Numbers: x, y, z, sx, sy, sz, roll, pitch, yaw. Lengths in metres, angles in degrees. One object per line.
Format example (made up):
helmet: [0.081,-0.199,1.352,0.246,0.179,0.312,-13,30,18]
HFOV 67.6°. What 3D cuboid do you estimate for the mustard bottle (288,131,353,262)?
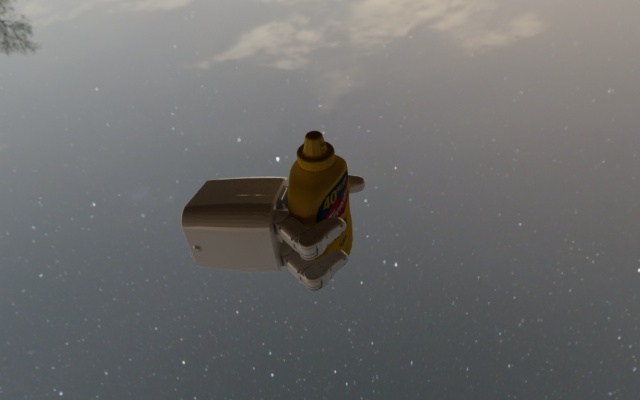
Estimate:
mustard bottle: [0.000,0.002,0.559,0.058,0.192,0.096,18,48,25]
